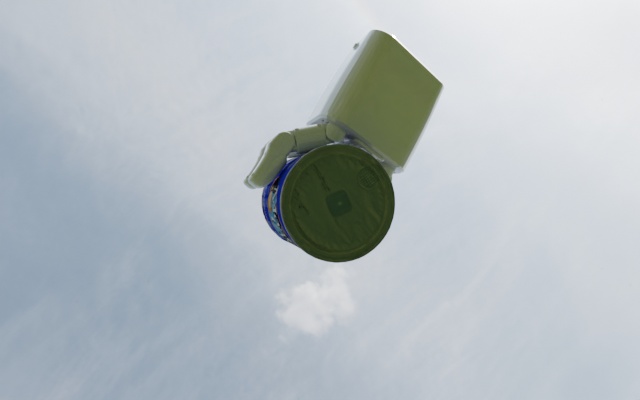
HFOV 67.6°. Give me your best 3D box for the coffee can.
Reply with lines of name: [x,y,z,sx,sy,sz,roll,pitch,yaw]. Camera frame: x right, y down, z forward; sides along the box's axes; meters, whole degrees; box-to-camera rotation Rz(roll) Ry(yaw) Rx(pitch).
coffee can: [0.000,0.002,0.477,0.103,0.103,0.140,0,1,-14]
